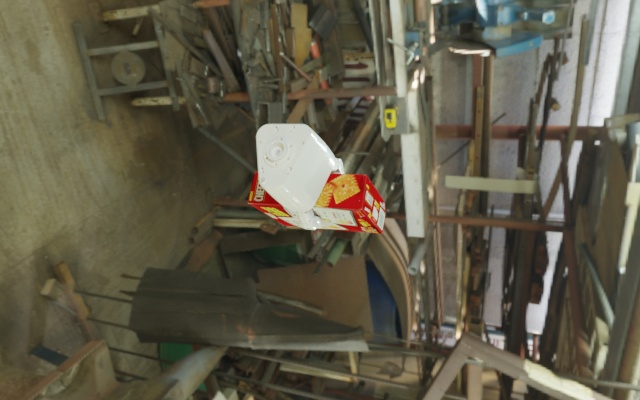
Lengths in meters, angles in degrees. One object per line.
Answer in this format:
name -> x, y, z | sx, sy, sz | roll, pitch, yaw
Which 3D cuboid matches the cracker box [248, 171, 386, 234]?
cracker box -> 0.000, 0.003, 0.887 | 0.213, 0.072, 0.164 | 4, -16, 22
